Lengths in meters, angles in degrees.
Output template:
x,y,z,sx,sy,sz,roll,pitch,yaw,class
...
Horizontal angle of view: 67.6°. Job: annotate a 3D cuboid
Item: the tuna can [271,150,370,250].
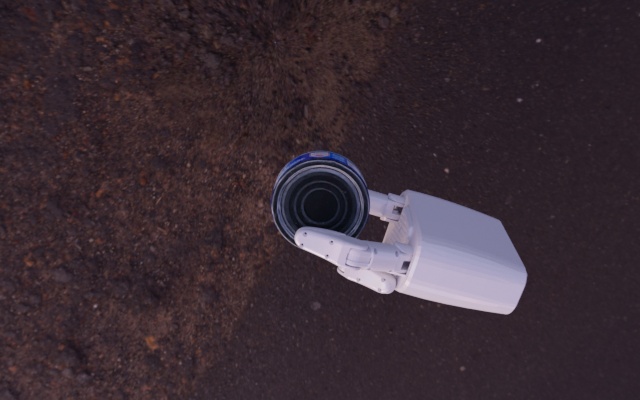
x,y,z,sx,sy,sz,roll,pitch,yaw,class
0.000,0.002,0.416,0.086,0.086,0.033,0,17,0,tuna can
